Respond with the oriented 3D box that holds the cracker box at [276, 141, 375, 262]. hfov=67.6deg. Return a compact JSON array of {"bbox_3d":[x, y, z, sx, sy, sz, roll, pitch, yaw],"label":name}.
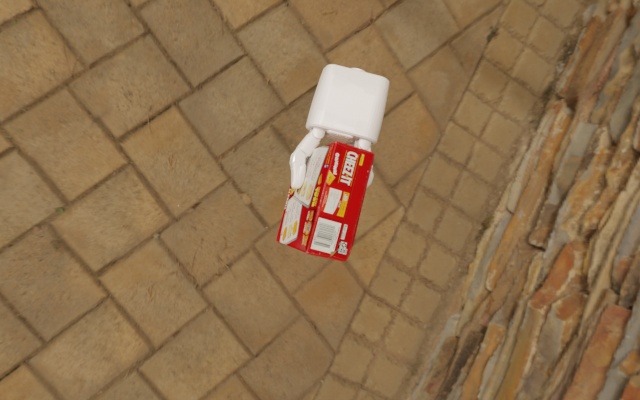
[{"bbox_3d":[0.000,0.002,0.765,0.072,0.164,0.213,16,-5,-16],"label":"cracker box"}]
